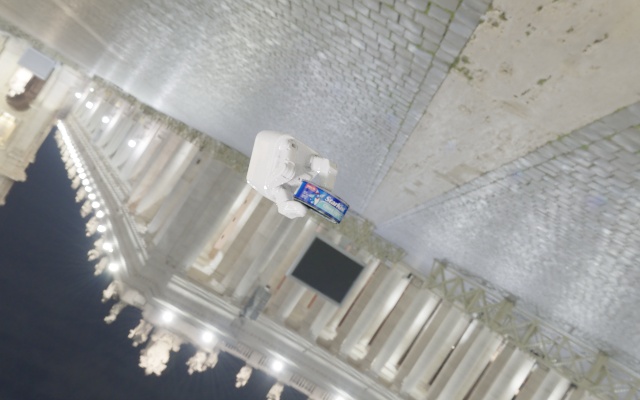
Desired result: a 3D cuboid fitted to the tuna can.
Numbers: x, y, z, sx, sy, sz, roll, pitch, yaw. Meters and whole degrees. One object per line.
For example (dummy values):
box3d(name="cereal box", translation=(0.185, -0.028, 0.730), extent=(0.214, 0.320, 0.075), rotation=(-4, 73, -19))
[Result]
box3d(name="tuna can", translation=(0.000, 0.003, 0.737), extent=(0.086, 0.034, 0.086), rotation=(30, -5, 3))
